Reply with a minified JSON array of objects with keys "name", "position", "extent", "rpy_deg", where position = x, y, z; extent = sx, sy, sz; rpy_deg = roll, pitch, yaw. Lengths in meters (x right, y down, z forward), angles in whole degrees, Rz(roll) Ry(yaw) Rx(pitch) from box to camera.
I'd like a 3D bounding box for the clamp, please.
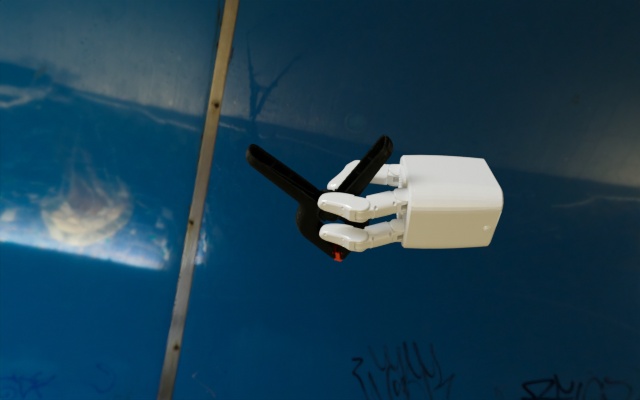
[{"name":"clamp","position":[0.000,0.002,0.592],"extent":[0.164,0.036,0.210],"rpy_deg":[3,-42,5]}]
